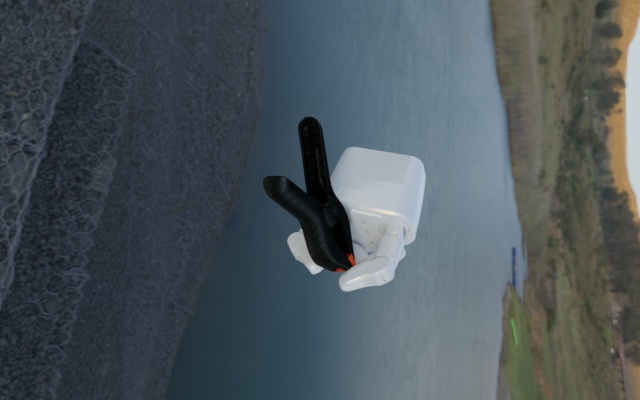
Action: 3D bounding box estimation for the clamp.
[{"bbox_3d":[0.001,0.002,0.496,0.039,0.120,0.172,0,-44,28],"label":"clamp"}]
